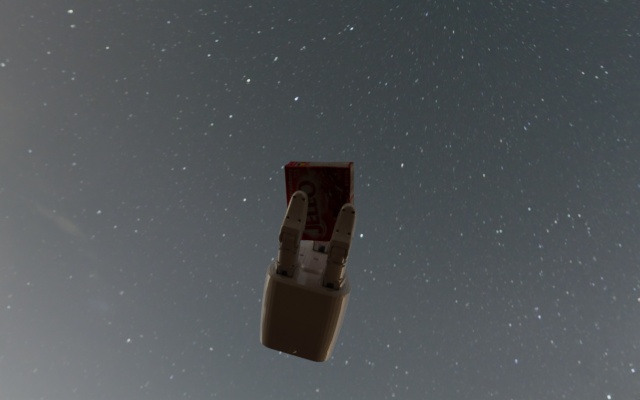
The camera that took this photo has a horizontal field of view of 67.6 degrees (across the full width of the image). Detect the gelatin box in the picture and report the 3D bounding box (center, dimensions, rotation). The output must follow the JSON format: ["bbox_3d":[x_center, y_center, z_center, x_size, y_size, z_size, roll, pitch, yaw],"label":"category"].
[{"bbox_3d":[0.000,0.001,0.533,0.073,0.089,0.030,2,18,12],"label":"gelatin box"}]
